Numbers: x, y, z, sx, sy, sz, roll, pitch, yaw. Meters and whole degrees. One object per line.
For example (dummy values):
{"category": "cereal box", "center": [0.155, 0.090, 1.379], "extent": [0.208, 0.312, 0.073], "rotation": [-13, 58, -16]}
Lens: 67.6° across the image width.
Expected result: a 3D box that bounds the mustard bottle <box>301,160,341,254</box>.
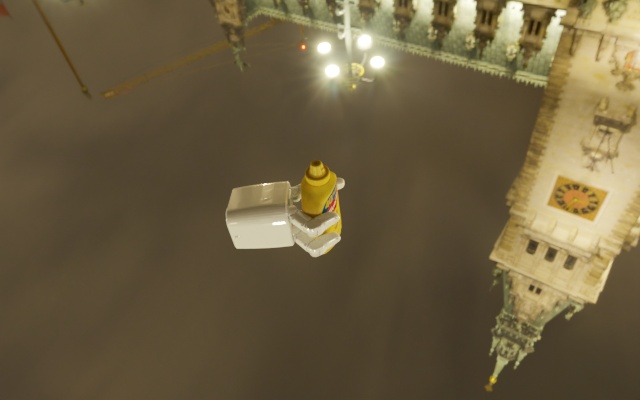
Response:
{"category": "mustard bottle", "center": [0.000, 0.003, 0.841], "extent": [0.058, 0.096, 0.192], "rotation": [14, -39, 18]}
